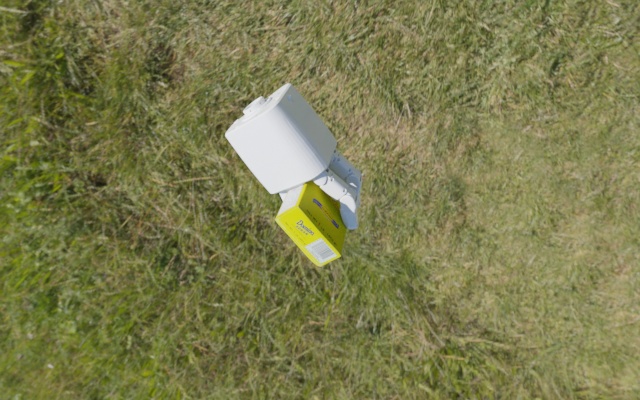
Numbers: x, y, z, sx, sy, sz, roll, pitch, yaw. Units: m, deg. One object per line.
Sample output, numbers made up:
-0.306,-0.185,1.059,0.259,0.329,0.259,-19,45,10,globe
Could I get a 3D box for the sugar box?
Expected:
0.000,0.002,0.674,0.048,0.093,0.176,-28,23,28,sugar box
